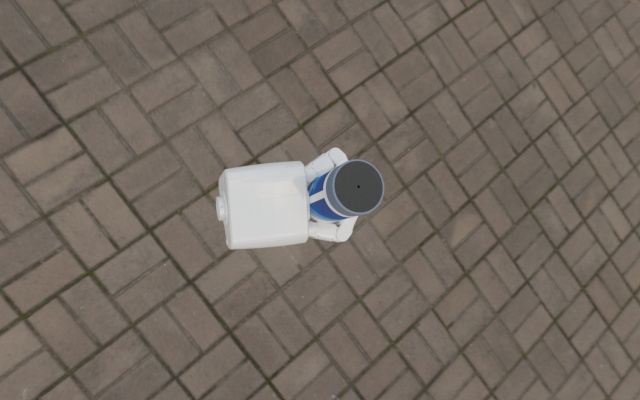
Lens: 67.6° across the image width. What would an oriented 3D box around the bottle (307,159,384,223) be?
[{"bbox_3d":[0.000,0.002,0.701,0.069,0.069,0.296,0,-7,-18],"label":"bottle"}]
